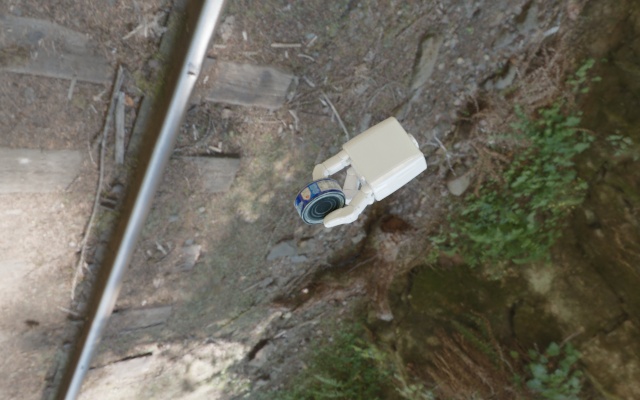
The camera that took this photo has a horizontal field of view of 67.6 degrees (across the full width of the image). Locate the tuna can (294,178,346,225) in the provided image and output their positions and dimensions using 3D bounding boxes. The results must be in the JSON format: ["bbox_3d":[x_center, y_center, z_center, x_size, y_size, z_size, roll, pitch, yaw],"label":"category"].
[{"bbox_3d":[0.000,0.003,0.821,0.086,0.033,0.086,-19,-35,-14],"label":"tuna can"}]
